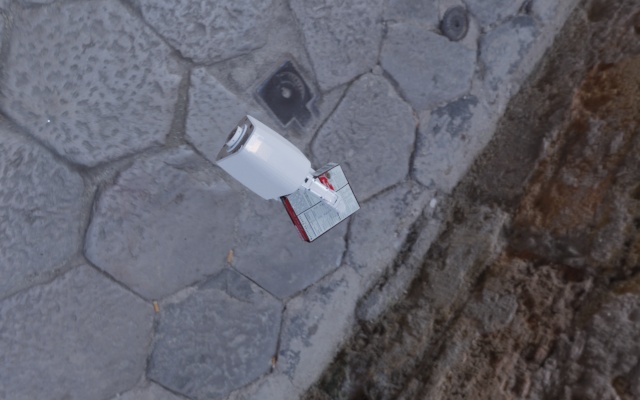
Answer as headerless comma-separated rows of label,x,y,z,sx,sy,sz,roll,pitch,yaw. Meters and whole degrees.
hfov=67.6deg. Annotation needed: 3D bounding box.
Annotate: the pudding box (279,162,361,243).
pudding box,0.000,0.003,0.782,0.113,0.090,0.039,-32,18,-19
